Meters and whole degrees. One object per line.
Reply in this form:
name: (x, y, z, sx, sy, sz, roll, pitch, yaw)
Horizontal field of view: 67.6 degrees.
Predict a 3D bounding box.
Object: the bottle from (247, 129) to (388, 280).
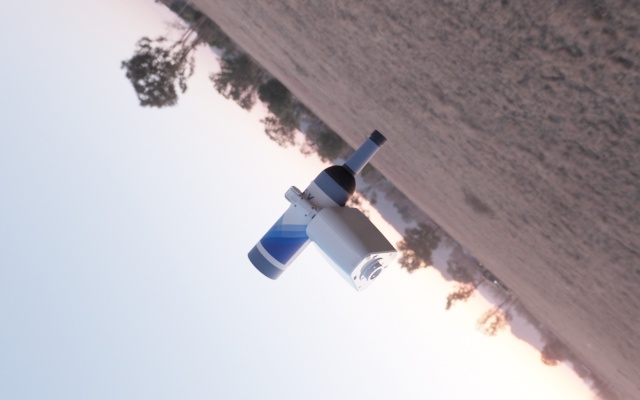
bottle: (0.000, 0.003, 0.785, 0.069, 0.296, 0.069, 42, 7, -6)
